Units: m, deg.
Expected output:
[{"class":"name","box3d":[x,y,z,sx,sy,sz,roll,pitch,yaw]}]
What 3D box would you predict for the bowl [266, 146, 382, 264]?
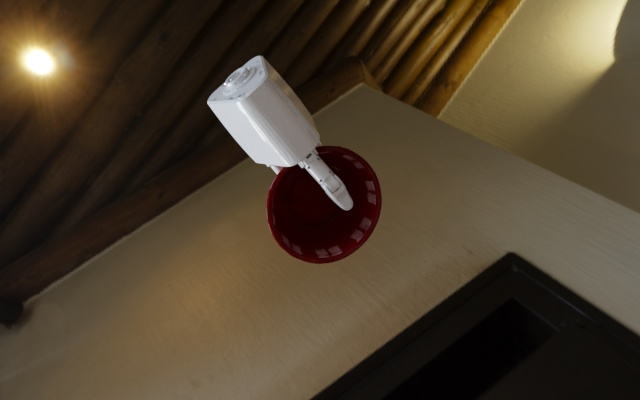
[{"class":"bowl","box3d":[0.001,0.003,0.657,0.162,0.162,0.055,0,13,-18]}]
